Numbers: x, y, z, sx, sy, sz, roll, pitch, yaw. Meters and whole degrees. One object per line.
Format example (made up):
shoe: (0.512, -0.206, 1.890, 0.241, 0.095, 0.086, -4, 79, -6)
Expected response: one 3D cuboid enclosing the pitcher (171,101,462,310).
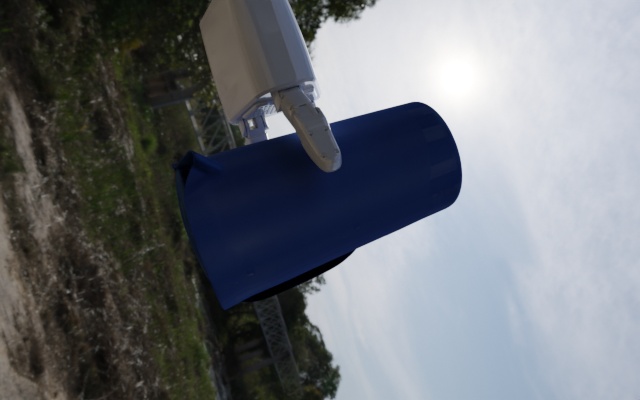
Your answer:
pitcher: (0.000, 0.001, 0.443, 0.243, 0.145, 0.149, -19, -2, -12)
